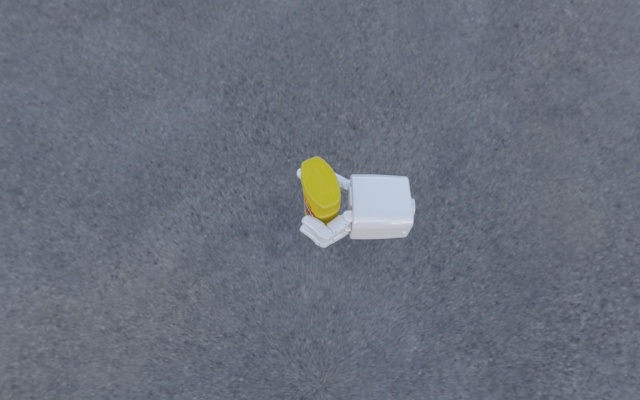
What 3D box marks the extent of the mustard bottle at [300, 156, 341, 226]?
[{"bbox_3d":[0.000,0.003,0.863,0.058,0.096,0.192,-23,-19,-9],"label":"mustard bottle"}]
